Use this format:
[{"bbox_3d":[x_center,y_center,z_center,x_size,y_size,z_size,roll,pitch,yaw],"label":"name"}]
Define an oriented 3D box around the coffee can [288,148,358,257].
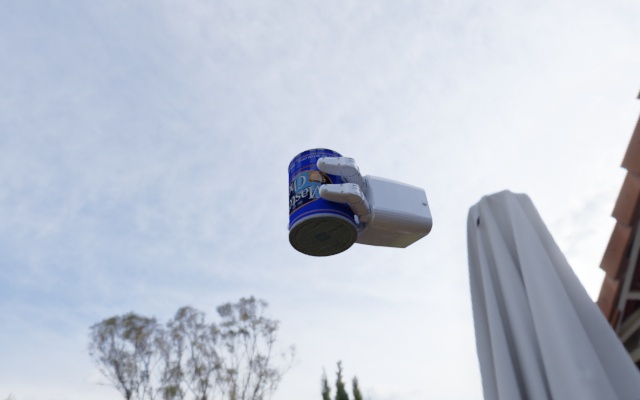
[{"bbox_3d":[0.000,0.003,0.750,0.103,0.140,0.103,-2,-40,-2],"label":"coffee can"}]
